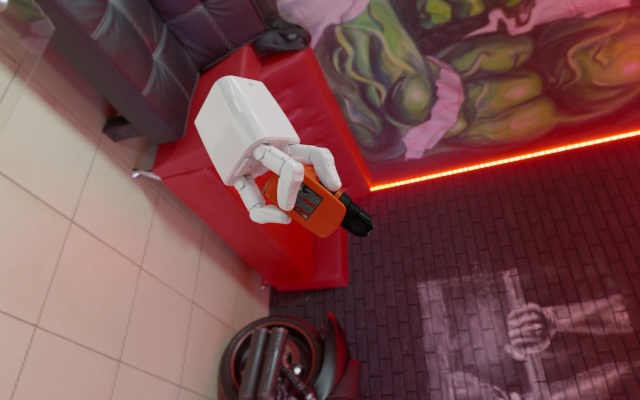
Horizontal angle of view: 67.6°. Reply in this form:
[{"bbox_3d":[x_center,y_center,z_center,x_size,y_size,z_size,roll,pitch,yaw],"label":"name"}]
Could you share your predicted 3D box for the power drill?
[{"bbox_3d":[0.000,0.002,0.686,0.184,0.057,0.187,36,6,1],"label":"power drill"}]
